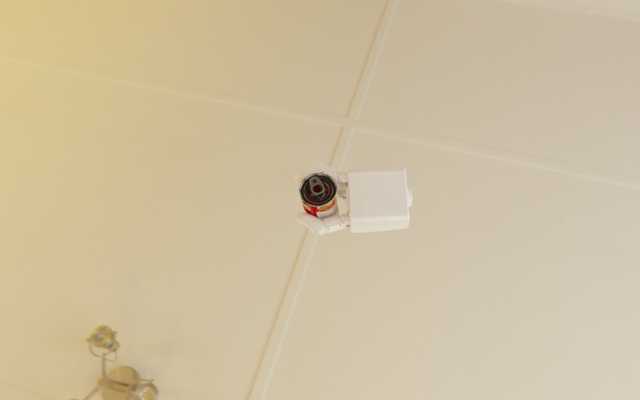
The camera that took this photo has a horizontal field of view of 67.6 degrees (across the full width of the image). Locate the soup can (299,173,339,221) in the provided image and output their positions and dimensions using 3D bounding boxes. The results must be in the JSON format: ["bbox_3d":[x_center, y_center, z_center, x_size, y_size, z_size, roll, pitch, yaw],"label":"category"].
[{"bbox_3d":[0.000,0.003,0.887,0.068,0.068,0.102,0,-27,6],"label":"soup can"}]
